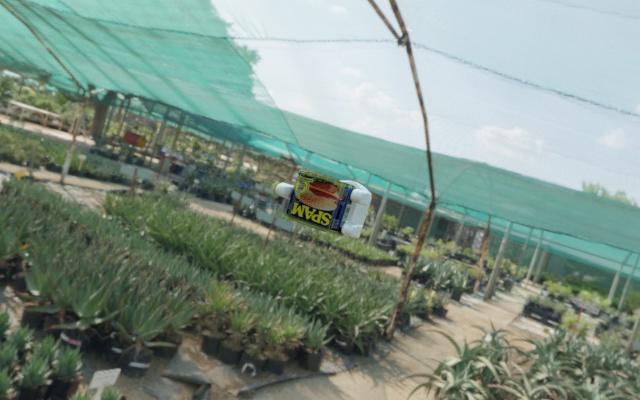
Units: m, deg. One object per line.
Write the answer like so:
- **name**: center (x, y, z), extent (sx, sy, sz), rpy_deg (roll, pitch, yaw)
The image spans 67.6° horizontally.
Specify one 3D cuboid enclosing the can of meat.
- **can of meat**: center (0.000, 0.002, 0.777), extent (0.102, 0.084, 0.057), rpy_deg (18, 2, 22)
